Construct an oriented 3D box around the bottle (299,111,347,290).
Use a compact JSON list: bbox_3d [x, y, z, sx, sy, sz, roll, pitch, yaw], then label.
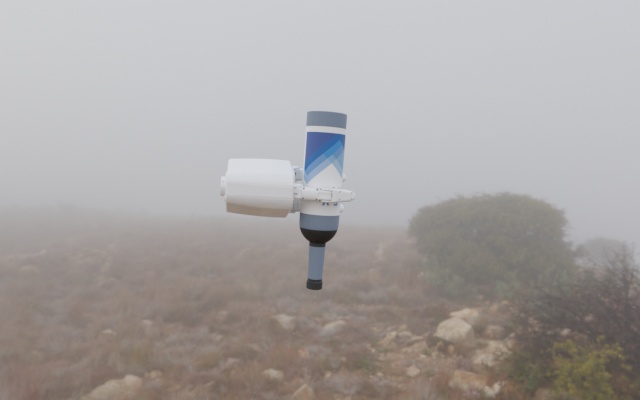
[{"bbox_3d":[0.000,0.002,0.799,0.069,0.296,0.069,4,5,0],"label":"bottle"}]
